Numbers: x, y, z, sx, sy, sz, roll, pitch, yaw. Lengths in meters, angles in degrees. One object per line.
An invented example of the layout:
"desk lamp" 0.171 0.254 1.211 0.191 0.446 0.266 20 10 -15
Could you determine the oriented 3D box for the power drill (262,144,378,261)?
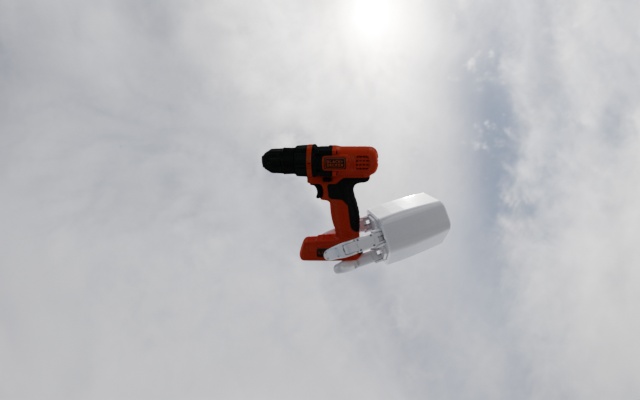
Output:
"power drill" 0.000 0.003 0.769 0.184 0.188 0.057 0 16 7
